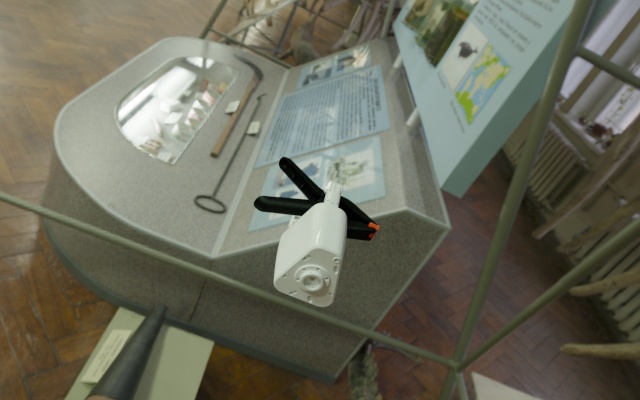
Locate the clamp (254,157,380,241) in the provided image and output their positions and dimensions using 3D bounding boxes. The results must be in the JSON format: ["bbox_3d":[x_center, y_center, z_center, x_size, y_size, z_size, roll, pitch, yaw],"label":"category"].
[{"bbox_3d":[0.001,0.002,0.803,0.210,0.036,0.164,24,33,-10],"label":"clamp"}]
